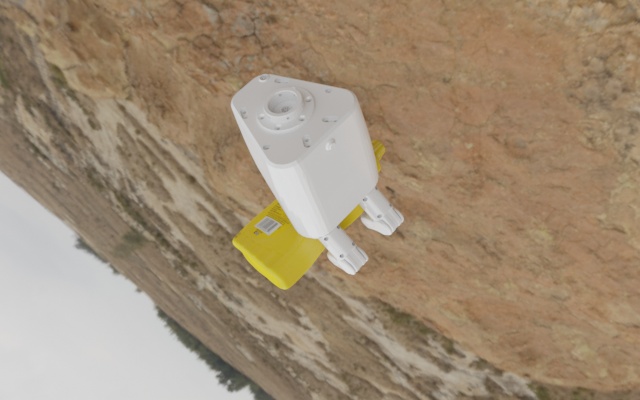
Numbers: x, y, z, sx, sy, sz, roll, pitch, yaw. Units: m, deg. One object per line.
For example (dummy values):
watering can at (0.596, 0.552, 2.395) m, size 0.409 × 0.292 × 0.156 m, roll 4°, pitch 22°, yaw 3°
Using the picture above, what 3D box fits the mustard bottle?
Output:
mustard bottle at (0.000, 0.002, 0.510) m, size 0.191 × 0.058 × 0.096 m, roll -45°, pitch 33°, yaw -15°
